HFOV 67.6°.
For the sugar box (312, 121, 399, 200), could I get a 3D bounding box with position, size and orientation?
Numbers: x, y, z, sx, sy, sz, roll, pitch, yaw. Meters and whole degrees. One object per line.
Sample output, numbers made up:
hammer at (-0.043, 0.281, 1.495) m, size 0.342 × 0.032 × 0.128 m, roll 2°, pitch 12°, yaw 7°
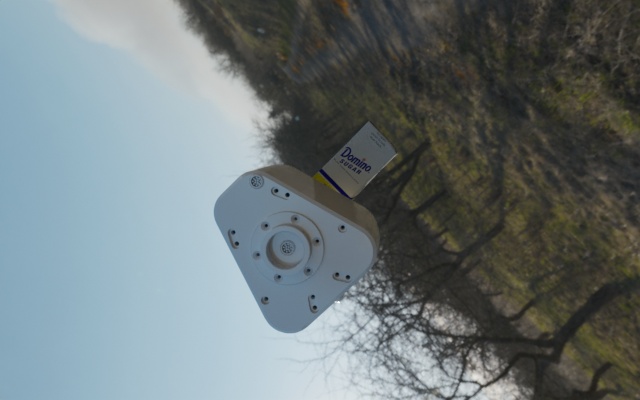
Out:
sugar box at (0.000, 0.002, 0.473) m, size 0.176 × 0.048 × 0.093 m, roll -42°, pitch -1°, yaw 7°
